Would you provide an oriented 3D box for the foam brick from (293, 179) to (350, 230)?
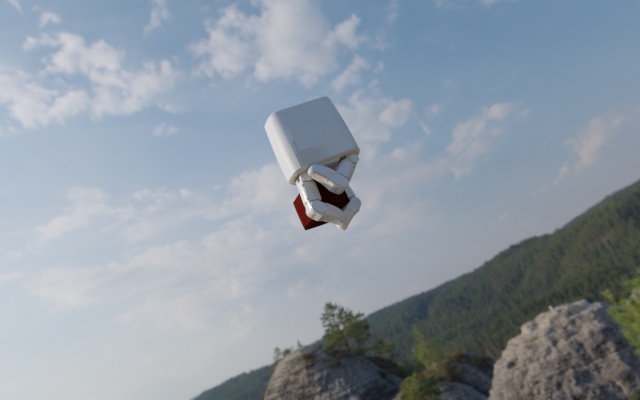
[{"bbox_3d":[0.000,0.003,0.744,0.053,0.051,0.078,-16,-21,-32],"label":"foam brick"}]
